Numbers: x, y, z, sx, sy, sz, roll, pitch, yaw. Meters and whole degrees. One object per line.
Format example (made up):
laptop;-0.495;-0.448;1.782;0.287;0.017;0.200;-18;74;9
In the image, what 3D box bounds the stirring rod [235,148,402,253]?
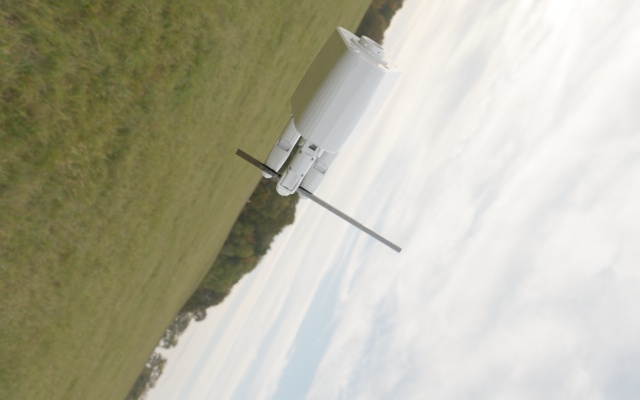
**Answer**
stirring rod;0.000;0.002;0.596;0.239;0.011;0.011;31;-4;-7
